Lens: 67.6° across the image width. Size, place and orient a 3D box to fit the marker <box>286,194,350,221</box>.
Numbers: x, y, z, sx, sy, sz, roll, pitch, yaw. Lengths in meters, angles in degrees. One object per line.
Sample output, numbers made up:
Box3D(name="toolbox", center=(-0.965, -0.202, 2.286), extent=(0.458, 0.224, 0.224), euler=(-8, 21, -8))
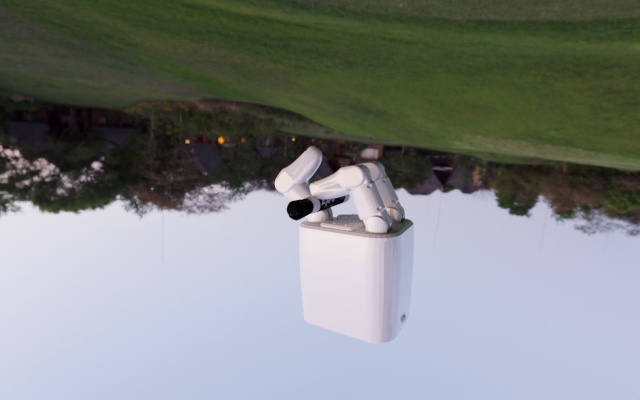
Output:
Box3D(name="marker", center=(0.000, 0.002, 0.479), extent=(0.020, 0.020, 0.121), euler=(0, 8, 24))
